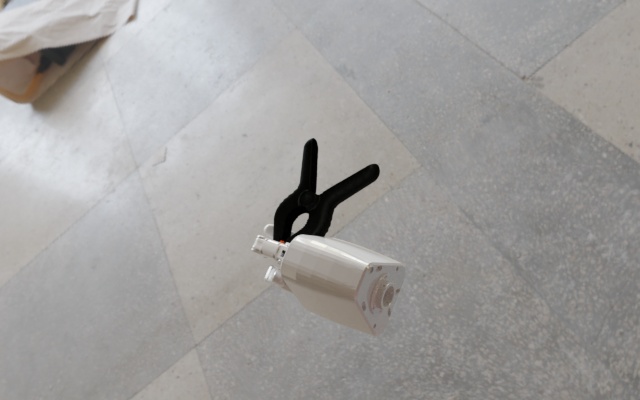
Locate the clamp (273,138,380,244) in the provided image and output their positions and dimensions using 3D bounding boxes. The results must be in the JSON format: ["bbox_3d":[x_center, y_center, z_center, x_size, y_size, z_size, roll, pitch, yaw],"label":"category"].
[{"bbox_3d":[0.000,0.002,0.624,0.120,0.171,0.039,15,-15,35],"label":"clamp"}]
